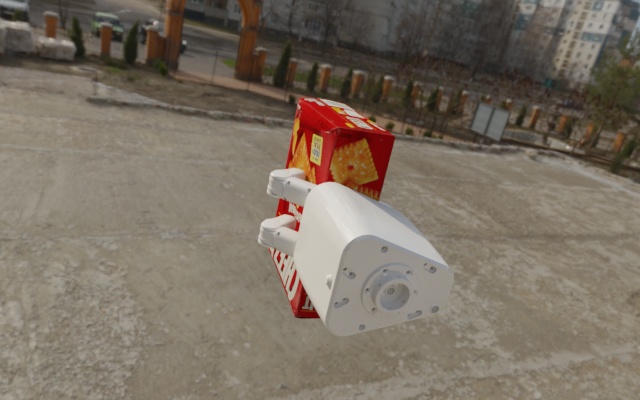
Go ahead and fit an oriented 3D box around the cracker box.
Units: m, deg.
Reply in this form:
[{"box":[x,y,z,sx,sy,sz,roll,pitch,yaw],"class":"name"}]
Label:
[{"box":[0.000,0.002,0.553,0.072,0.214,0.164,6,21,-19],"class":"cracker box"}]
